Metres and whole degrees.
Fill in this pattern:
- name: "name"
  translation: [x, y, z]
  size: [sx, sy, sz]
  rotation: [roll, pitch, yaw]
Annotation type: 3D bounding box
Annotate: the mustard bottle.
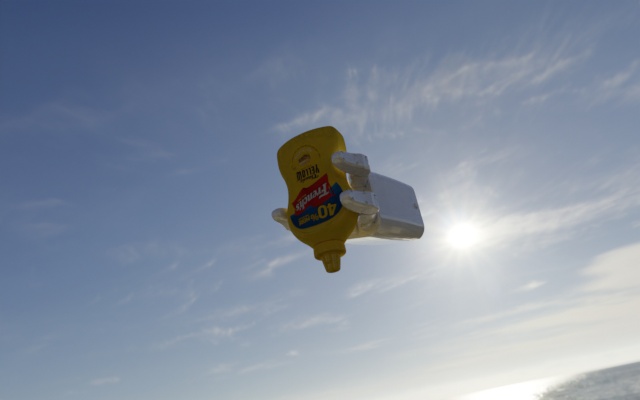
- name: "mustard bottle"
  translation: [0.000, 0.002, 0.627]
  size: [0.096, 0.191, 0.058]
  rotation: [-21, -27, 20]
